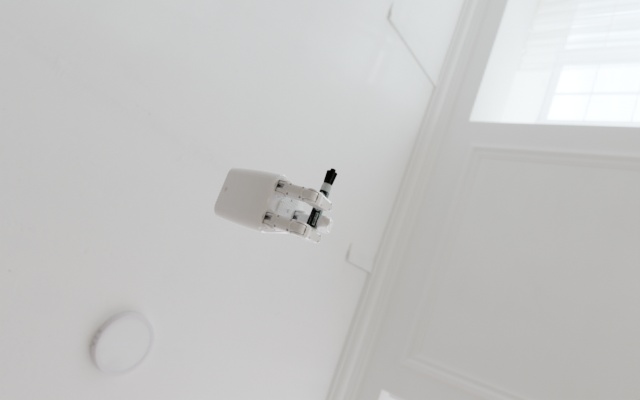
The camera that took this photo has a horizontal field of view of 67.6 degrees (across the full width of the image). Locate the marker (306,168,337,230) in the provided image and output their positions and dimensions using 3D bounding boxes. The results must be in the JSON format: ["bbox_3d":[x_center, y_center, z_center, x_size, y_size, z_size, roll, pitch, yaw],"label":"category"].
[{"bbox_3d":[0.000,0.003,0.783,0.020,0.121,0.020,20,-13,5],"label":"marker"}]
